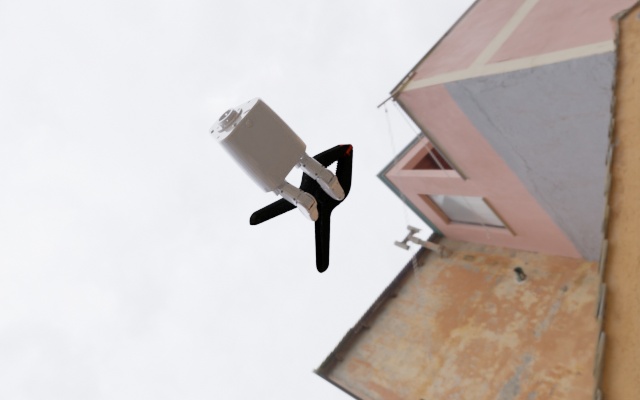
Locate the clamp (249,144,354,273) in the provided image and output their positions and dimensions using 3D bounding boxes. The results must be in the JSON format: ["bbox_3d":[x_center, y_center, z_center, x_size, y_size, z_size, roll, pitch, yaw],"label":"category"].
[{"bbox_3d":[0.000,0.002,0.769,0.165,0.210,0.036,47,-22,-30],"label":"clamp"}]
